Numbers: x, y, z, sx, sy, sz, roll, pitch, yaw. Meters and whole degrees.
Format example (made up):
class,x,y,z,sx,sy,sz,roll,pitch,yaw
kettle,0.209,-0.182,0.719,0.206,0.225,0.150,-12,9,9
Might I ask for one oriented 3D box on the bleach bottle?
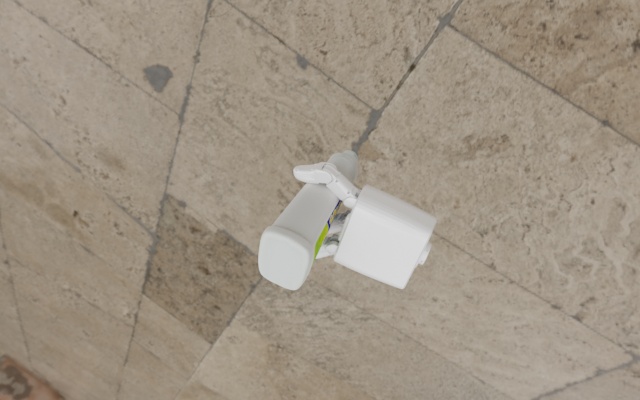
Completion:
class,x,y,z,sx,sy,sz,roll,pitch,yaw
bleach bottle,0.000,0.002,0.672,0.068,0.103,0.250,24,46,9
